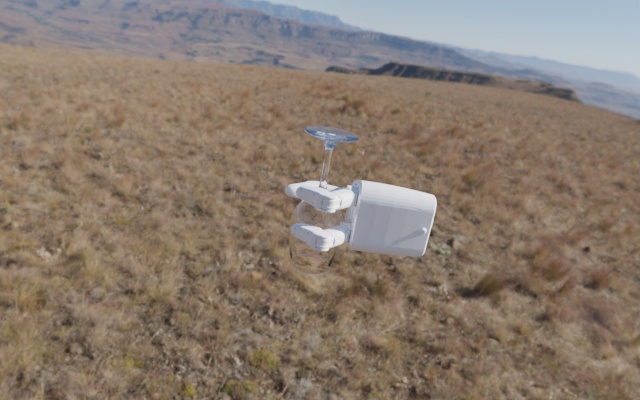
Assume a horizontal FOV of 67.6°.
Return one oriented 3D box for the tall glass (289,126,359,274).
[{"bbox_3d":[0.000,0.002,0.674,0.079,0.201,0.079,9,20,-3],"label":"tall glass"}]
